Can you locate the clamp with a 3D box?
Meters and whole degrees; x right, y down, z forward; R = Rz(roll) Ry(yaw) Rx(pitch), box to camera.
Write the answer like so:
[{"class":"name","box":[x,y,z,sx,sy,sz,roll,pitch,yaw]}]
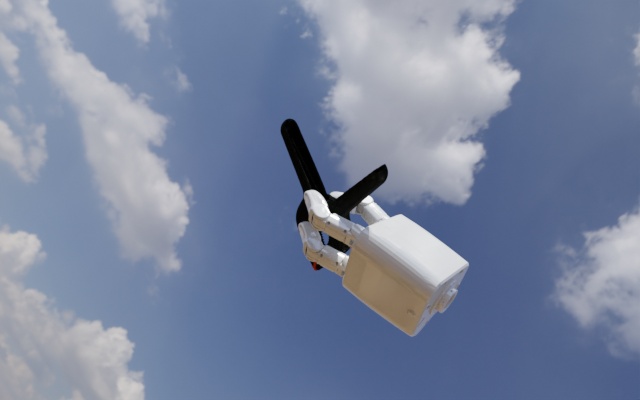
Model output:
[{"class":"clamp","box":[0.001,0.002,0.632,0.164,0.210,0.036,37,46,28]}]
